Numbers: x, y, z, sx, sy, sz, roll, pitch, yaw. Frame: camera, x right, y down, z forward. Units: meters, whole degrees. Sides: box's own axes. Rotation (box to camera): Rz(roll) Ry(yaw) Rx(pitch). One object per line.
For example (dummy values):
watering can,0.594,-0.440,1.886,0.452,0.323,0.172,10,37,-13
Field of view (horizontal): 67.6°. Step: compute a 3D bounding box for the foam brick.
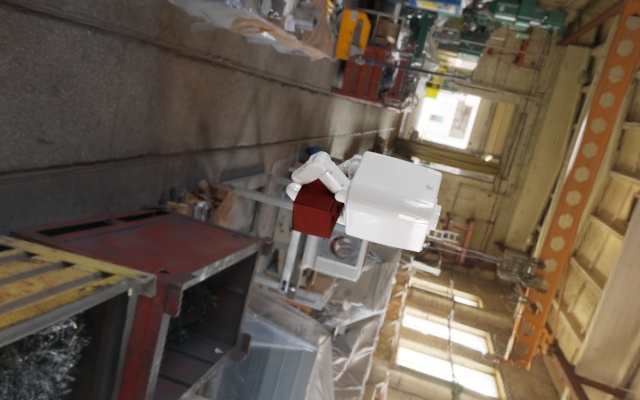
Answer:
foam brick,0.000,0.002,0.628,0.051,0.053,0.078,15,46,11
